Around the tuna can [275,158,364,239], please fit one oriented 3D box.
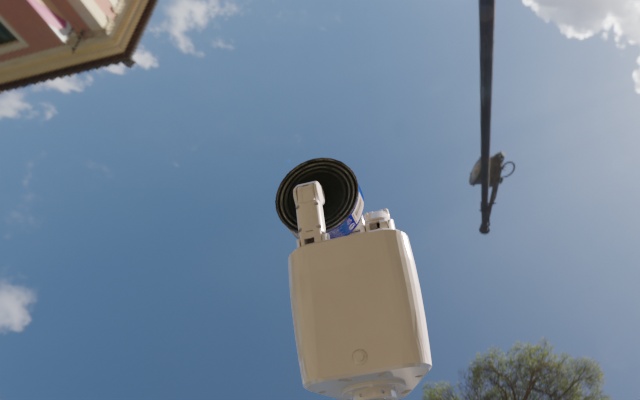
[{"bbox_3d":[0.000,0.002,0.482,0.086,0.086,0.034,0,-28,19],"label":"tuna can"}]
